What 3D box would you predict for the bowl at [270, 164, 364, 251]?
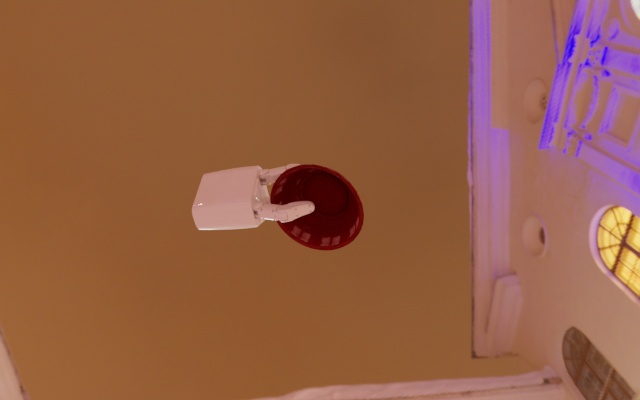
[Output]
[{"bbox_3d":[0.002,0.003,0.801,0.162,0.162,0.055,0,29,21],"label":"bowl"}]
